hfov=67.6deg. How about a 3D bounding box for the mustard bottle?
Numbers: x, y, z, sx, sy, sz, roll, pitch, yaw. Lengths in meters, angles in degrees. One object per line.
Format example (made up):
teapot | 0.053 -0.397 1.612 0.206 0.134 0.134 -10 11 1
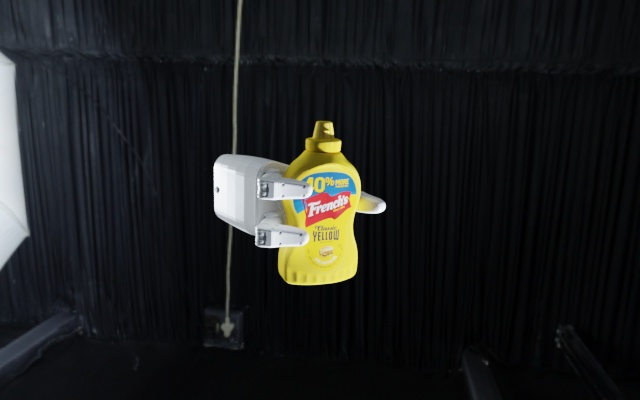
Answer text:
mustard bottle | 0.000 0.002 0.572 0.096 0.192 0.058 -2 14 -19
